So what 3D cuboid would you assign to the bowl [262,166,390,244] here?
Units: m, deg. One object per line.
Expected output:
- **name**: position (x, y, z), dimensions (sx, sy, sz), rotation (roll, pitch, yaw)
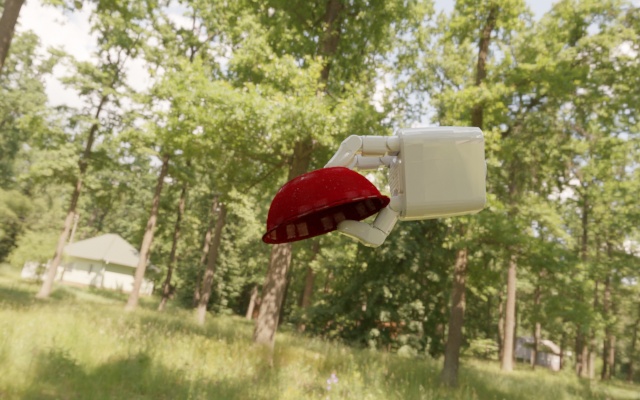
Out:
- **bowl**: position (-0.001, 0.002, 0.580), dimensions (0.162, 0.055, 0.162), rotation (-17, -13, -4)
